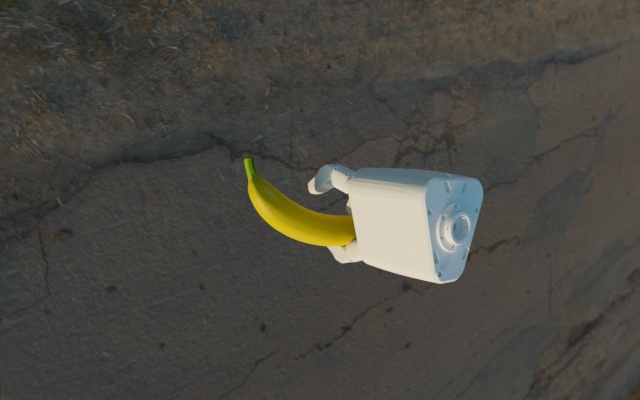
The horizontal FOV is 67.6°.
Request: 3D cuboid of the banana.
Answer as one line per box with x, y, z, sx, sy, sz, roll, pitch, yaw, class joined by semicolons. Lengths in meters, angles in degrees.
-0.008;0.018;0.562;0.198;0.069;0.037;26;-17;-29;banana
